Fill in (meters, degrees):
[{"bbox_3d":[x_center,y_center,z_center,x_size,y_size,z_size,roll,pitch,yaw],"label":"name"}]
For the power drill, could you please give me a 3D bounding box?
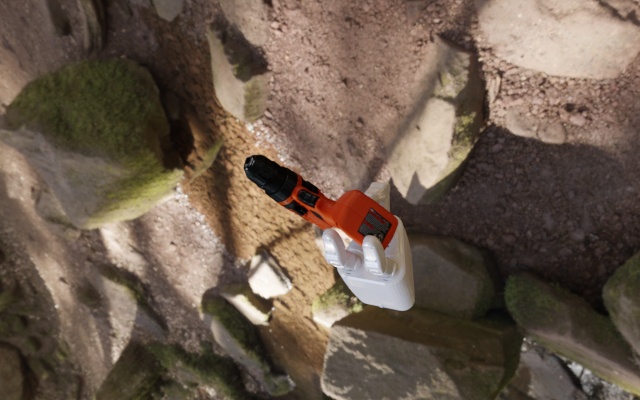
[{"bbox_3d":[0.001,0.002,0.652,0.184,0.057,0.187,33,-6,-38],"label":"power drill"}]
